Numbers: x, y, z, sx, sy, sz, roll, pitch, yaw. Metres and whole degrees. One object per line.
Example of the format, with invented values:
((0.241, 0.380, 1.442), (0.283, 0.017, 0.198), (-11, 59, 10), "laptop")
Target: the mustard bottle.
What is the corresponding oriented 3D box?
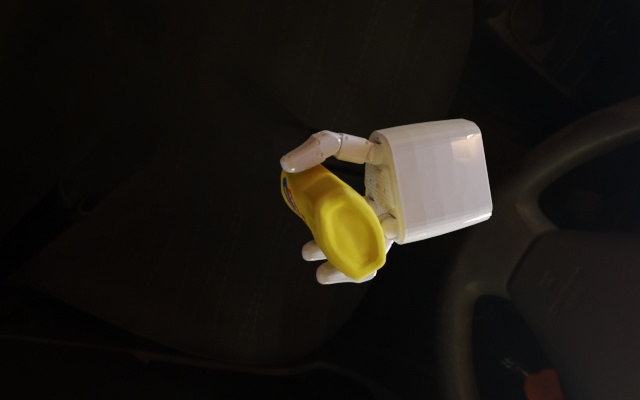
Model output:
((0.000, 0.002, 0.501), (0.058, 0.096, 0.191), (-34, 25, -4), "mustard bottle")
